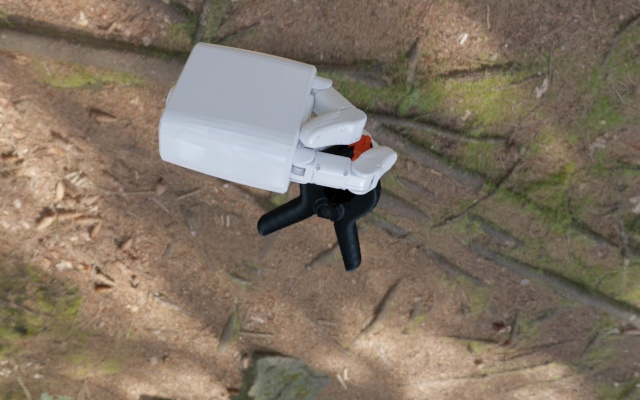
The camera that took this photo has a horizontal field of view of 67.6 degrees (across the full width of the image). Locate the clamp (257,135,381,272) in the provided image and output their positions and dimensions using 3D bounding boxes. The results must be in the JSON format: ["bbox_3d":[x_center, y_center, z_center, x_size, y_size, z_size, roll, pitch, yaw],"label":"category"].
[{"bbox_3d":[0.000,0.002,0.478,0.120,0.172,0.039,13,42,-3],"label":"clamp"}]
